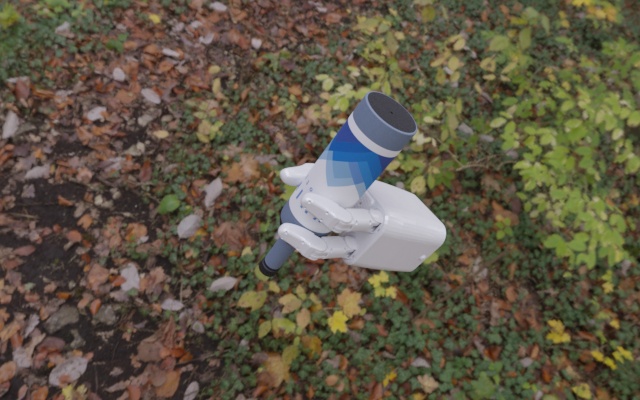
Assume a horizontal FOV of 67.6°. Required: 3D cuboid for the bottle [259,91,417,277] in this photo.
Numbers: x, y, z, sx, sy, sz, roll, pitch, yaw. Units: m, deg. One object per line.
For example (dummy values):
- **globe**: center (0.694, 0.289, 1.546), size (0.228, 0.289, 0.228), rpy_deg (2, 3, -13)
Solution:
- **bottle**: center (0.000, 0.002, 0.582), size (0.069, 0.069, 0.296), rpy_deg (0, -40, -41)
